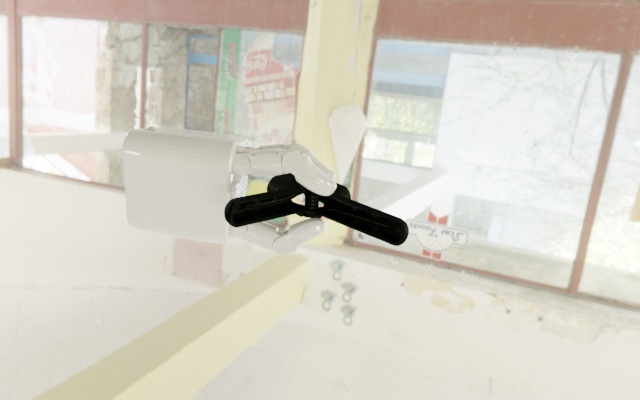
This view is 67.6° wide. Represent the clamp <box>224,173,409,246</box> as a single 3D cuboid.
[{"bbox_3d":[0.000,0.002,0.506,0.164,0.036,0.210,10,12,-1],"label":"clamp"}]
